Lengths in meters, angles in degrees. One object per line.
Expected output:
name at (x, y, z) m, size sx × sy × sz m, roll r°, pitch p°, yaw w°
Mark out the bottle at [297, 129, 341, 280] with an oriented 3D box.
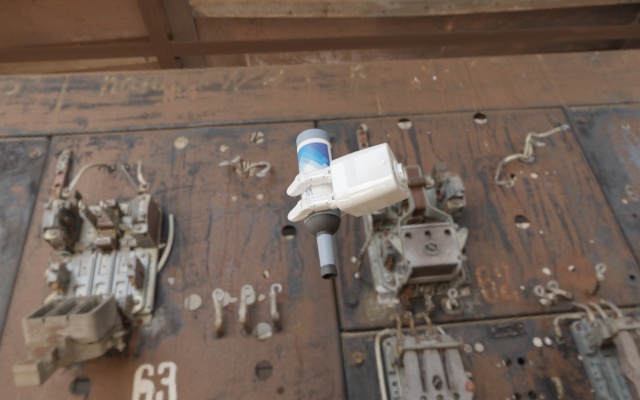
bottle at (0.000, 0.003, 0.875) m, size 0.069 × 0.295 × 0.069 m, roll -5°, pitch -32°, yaw -3°
